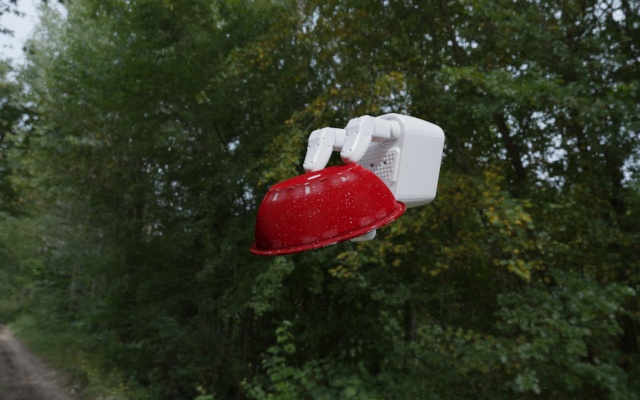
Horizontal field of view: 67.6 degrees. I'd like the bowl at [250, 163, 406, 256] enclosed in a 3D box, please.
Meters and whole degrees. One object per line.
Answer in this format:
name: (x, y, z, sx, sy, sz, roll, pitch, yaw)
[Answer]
bowl: (-0.001, 0.001, 0.475, 0.162, 0.055, 0.162, -16, 9, 3)
